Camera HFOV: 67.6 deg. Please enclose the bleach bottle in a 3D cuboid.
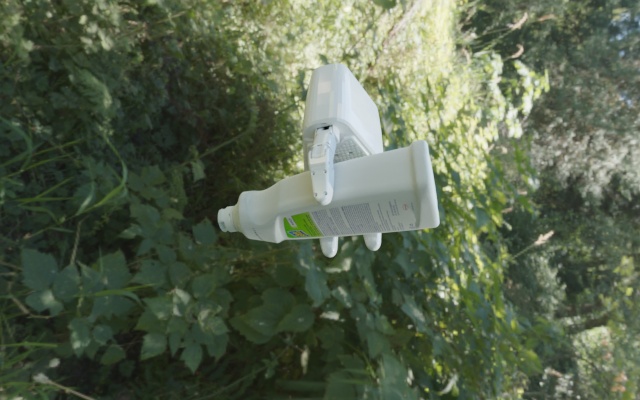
[{"bbox_3d":[0.000,0.002,0.537,0.251,0.068,0.103,-8,-38,15],"label":"bleach bottle"}]
